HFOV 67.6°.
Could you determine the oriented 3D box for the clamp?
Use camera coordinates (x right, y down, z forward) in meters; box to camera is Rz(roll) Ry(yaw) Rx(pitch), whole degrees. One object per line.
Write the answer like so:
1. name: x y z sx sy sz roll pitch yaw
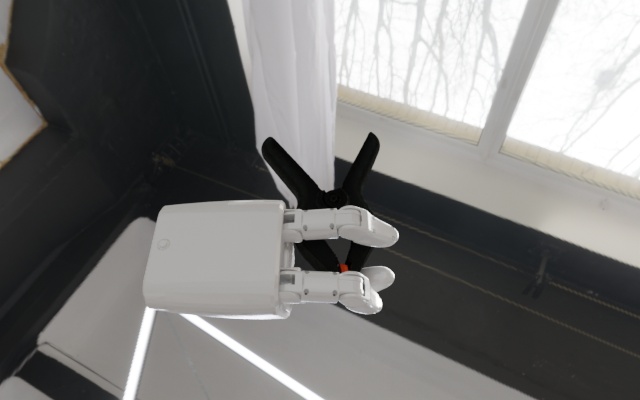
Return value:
1. clamp: 0.000 0.002 0.453 0.120 0.171 0.039 0 -33 1
